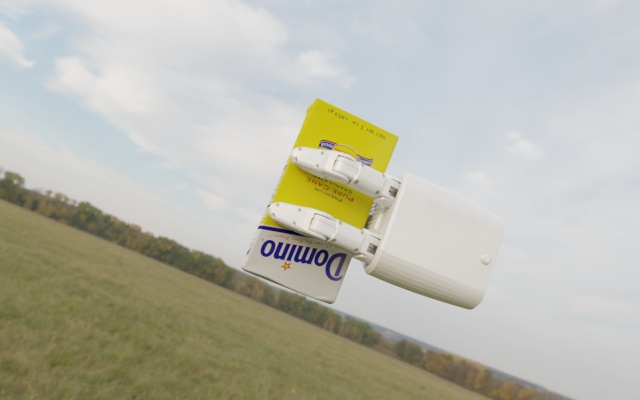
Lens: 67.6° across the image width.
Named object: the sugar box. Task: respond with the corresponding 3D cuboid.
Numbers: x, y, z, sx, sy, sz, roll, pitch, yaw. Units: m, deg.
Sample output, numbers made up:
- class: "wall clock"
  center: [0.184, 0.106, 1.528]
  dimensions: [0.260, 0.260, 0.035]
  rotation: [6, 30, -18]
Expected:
- class: "sugar box"
  center: [0.000, 0.001, 0.462]
  dimensions: [0.093, 0.176, 0.048]
  rotation: [23, -12, -10]
